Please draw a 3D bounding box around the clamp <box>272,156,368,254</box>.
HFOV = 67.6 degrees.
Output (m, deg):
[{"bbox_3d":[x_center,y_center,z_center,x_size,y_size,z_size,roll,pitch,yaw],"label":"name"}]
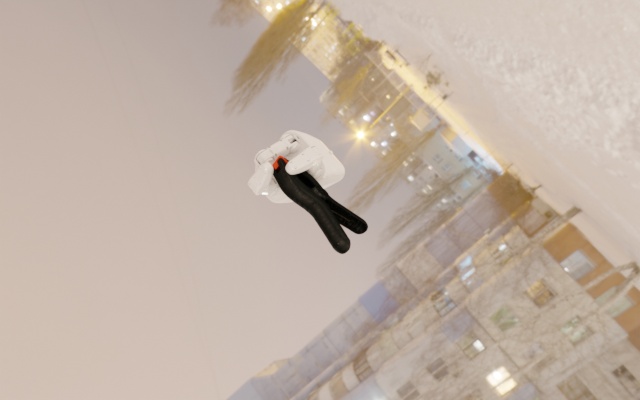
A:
[{"bbox_3d":[0.000,0.003,0.693,0.039,0.171,0.120,-45,-14,15],"label":"clamp"}]
